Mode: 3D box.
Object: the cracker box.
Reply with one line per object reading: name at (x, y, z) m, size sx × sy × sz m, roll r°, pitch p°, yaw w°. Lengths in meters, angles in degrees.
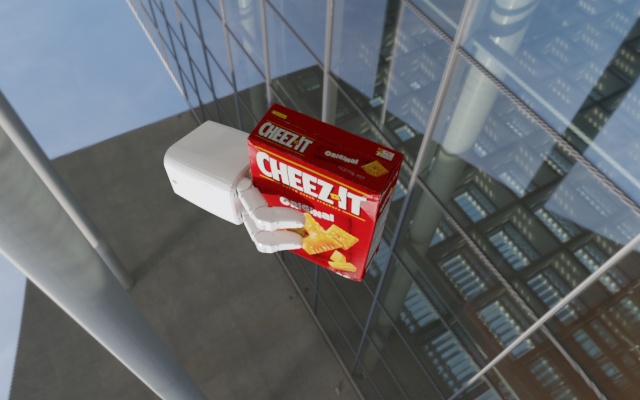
cracker box at (0.000, 0.002, 0.598) m, size 0.164 × 0.072 × 0.214 m, roll 23°, pitch -32°, yaw 13°
